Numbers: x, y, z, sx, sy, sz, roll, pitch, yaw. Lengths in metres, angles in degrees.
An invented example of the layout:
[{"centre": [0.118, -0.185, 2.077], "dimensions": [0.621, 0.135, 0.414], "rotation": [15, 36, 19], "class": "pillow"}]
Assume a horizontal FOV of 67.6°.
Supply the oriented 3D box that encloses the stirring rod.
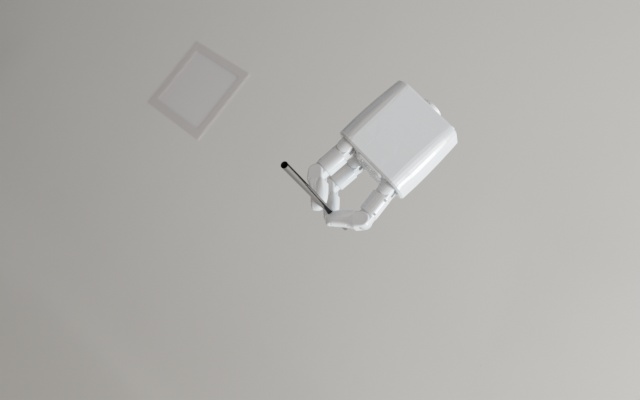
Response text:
[{"centre": [0.000, 0.002, 0.585], "dimensions": [0.011, 0.011, 0.240], "rotation": [0, -18, 18], "class": "stirring rod"}]
